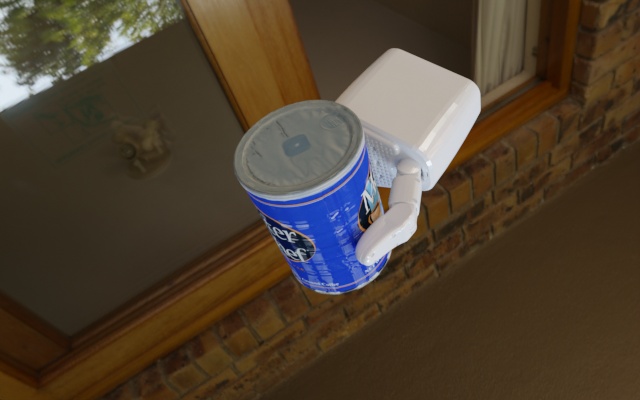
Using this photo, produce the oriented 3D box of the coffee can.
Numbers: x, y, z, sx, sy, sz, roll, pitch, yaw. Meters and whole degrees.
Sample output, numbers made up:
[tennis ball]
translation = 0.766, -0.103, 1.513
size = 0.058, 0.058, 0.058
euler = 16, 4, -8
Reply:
[coffee can]
translation = 0.000, 0.001, 0.410
size = 0.103, 0.102, 0.140
euler = 0, -40, 20
